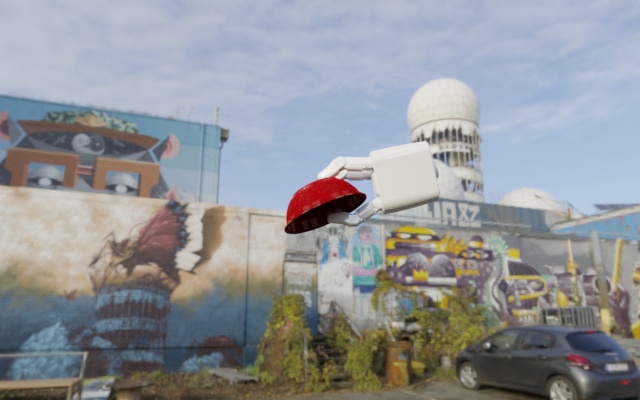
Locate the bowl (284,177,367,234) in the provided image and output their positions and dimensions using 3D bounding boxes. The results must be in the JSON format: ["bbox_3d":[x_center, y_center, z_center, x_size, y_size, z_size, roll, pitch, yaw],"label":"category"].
[{"bbox_3d":[-0.001,0.003,0.867,0.162,0.055,0.162,-22,-15,-7],"label":"bowl"}]
